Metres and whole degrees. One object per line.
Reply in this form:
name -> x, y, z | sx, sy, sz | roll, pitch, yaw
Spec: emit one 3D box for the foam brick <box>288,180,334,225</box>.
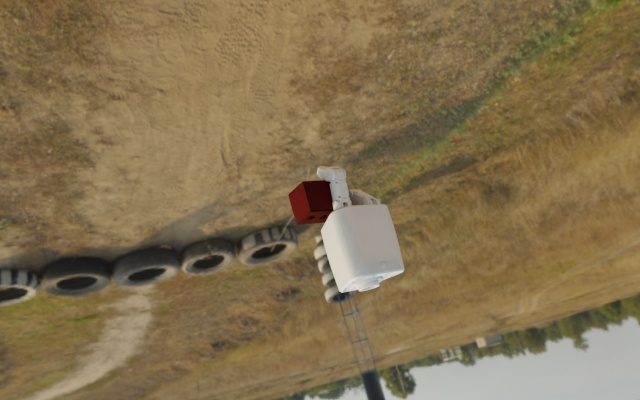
foam brick -> 0.000, 0.002, 0.736 | 0.078, 0.051, 0.053 | -3, -21, -30
